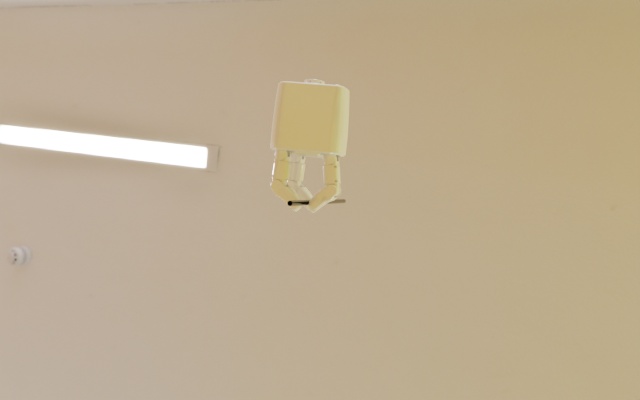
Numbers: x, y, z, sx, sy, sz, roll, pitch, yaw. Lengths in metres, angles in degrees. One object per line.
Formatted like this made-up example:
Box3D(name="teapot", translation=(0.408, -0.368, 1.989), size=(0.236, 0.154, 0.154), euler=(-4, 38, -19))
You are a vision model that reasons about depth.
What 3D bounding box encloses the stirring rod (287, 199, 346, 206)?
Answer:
Box3D(name="stirring rod", translation=(0.000, 0.003, 0.807), size=(0.011, 0.011, 0.239), euler=(0, 1, 22))
